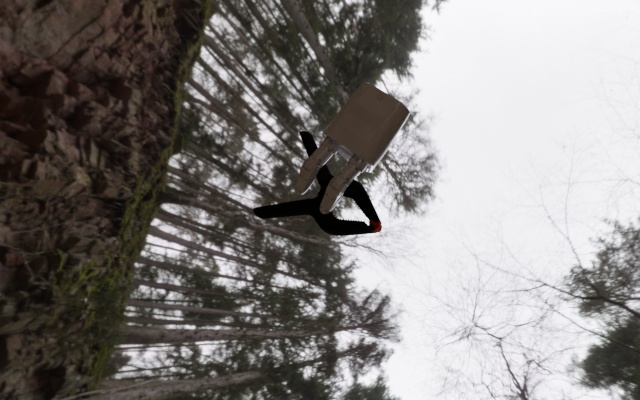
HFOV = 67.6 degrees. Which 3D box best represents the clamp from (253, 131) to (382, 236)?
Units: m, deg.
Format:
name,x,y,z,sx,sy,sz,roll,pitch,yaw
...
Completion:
name,x,y,z,sx,sy,sz,roll,pitch,yaw
clamp,0.001,0.003,0.767,0.210,0.164,0.036,37,0,22
